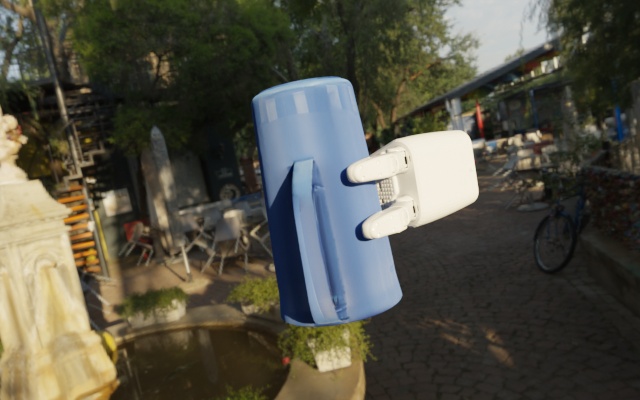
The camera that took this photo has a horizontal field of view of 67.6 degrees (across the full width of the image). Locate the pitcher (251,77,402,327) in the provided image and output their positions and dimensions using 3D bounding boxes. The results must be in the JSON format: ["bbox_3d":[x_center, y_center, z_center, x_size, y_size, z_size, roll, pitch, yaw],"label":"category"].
[{"bbox_3d":[0.000,0.002,0.498,0.145,0.243,0.149,-15,7,-33],"label":"pitcher"}]
